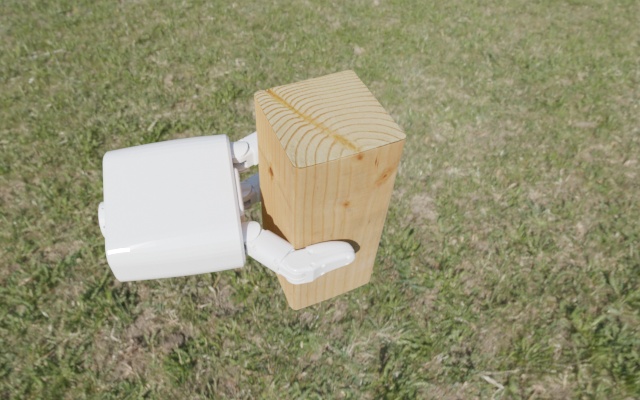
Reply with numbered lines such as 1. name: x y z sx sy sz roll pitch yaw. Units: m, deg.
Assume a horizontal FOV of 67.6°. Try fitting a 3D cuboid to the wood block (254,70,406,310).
1. wood block: 0.000 0.002 0.435 0.090 0.090 0.206 -17 -36 -17
